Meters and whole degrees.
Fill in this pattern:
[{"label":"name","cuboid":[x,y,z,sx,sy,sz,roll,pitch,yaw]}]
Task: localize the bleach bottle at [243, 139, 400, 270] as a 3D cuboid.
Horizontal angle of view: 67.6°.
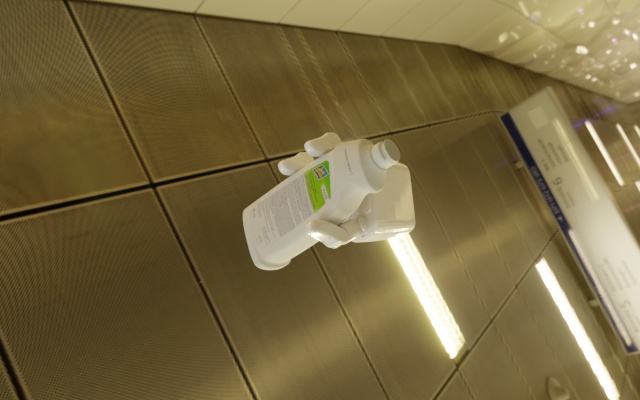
[{"label":"bleach bottle","cuboid":[0.000,0.002,0.620,0.068,0.102,0.251,2,-26,-47]}]
